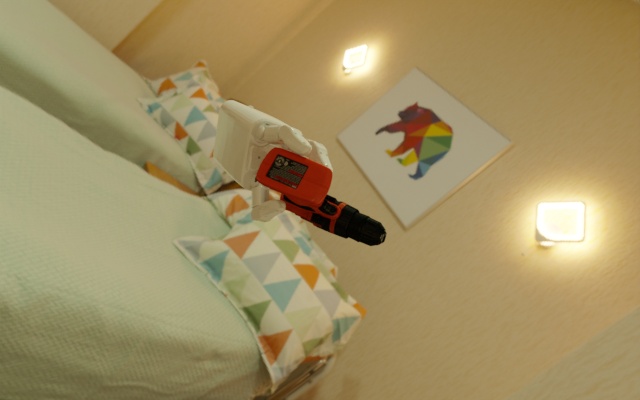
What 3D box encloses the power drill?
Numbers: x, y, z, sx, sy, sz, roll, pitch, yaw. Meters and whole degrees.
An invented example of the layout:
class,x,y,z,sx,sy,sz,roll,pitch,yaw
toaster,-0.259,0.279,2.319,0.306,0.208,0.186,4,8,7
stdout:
class,x,y,z,sx,sy,sz,roll,pitch,yaw
power drill,0.000,0.002,0.691,0.184,0.057,0.188,21,-14,22
